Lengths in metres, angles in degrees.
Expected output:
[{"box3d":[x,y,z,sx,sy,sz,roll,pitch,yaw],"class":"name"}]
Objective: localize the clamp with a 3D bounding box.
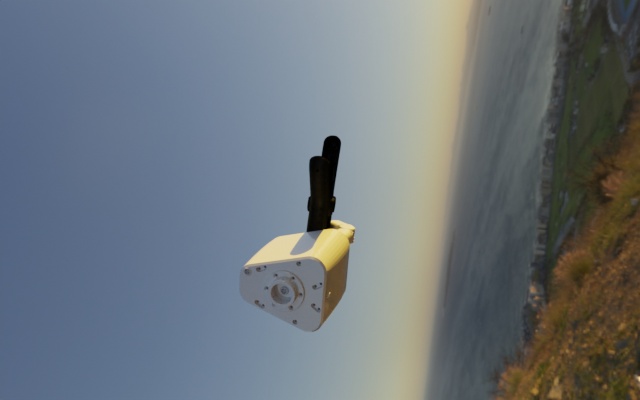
[{"box3d":[0.000,0.002,0.641,0.039,0.171,0.120,8,14,14],"class":"clamp"}]
